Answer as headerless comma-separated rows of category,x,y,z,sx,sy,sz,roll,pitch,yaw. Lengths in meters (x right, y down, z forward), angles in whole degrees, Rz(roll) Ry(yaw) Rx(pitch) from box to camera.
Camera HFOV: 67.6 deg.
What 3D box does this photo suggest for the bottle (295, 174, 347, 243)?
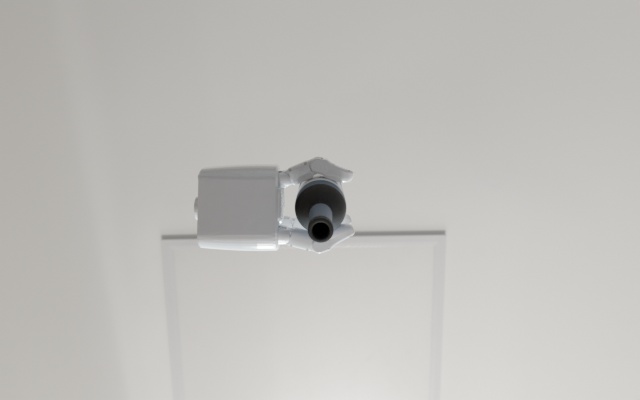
bottle,0.000,0.002,0.645,0.069,0.069,0.295,0,12,0
